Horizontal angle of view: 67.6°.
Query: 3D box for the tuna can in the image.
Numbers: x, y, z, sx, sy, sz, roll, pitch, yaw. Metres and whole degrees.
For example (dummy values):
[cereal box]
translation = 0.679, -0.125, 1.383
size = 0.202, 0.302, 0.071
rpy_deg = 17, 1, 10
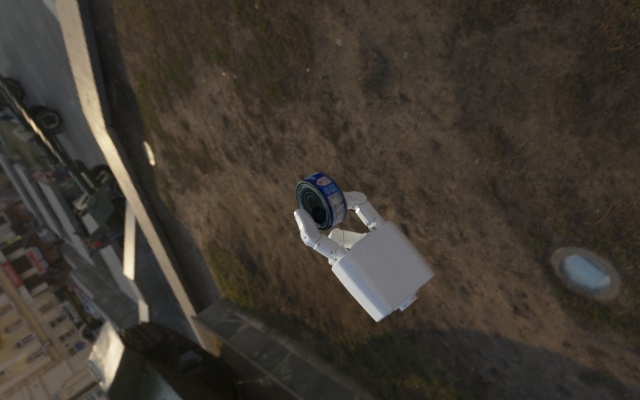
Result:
[tuna can]
translation = 0.000, 0.003, 0.724
size = 0.033, 0.086, 0.086
rpy_deg = -28, 15, -30
